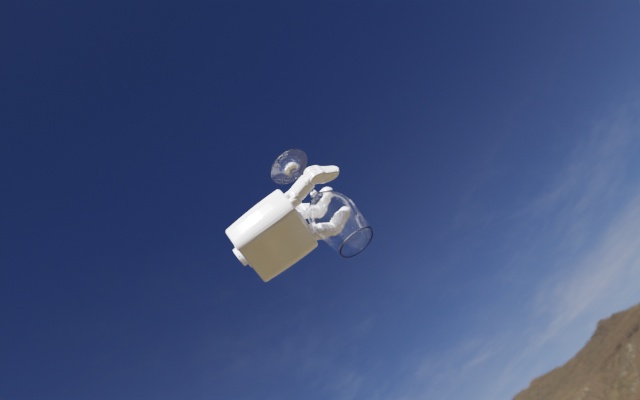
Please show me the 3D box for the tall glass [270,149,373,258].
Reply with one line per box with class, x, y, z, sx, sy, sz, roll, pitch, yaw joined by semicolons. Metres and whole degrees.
tall glass;0.000;0.002;0.769;0.079;0.079;0.201;0;37;-44
